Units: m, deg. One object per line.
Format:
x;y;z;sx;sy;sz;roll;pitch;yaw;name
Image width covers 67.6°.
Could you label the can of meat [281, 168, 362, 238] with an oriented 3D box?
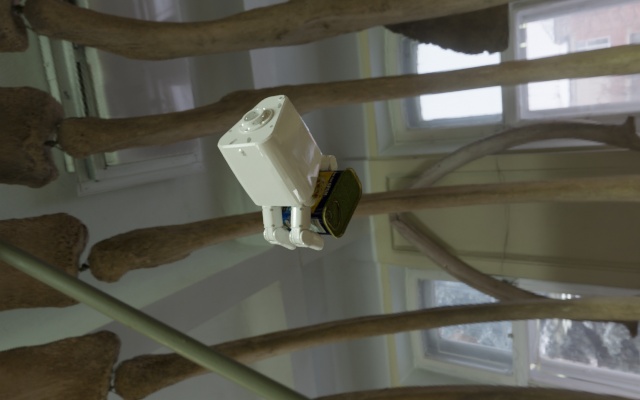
0.000;0.002;0.688;0.084;0.102;0.057;1;-41;36;can of meat
